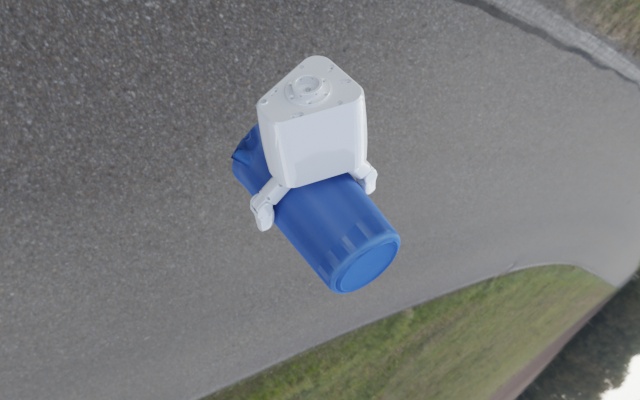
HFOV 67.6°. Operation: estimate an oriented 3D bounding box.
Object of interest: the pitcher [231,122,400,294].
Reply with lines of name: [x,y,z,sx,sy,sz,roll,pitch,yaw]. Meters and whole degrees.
pitcher: [0.000,0.002,0.648,0.149,0.242,0.145,-31,-32,-15]
